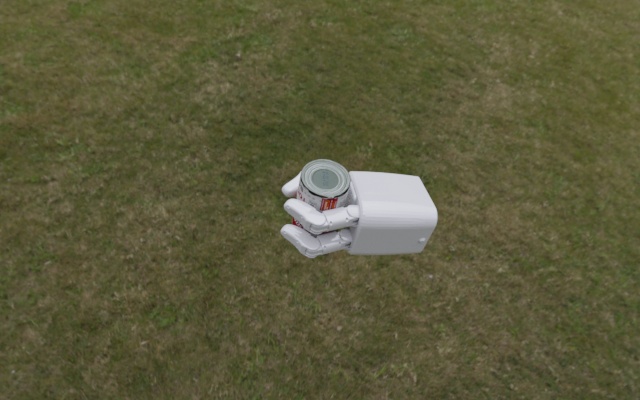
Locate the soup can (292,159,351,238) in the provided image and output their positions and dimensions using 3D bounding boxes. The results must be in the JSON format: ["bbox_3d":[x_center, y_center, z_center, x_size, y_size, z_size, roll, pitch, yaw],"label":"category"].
[{"bbox_3d":[0.000,0.002,0.652,0.068,0.068,0.102,0,-39,-10],"label":"soup can"}]
